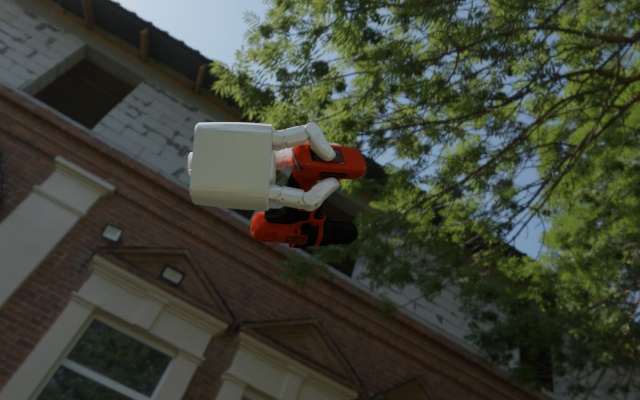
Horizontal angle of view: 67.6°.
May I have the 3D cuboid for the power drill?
[{"bbox_3d":[0.000,0.002,0.738,0.184,0.188,0.057,4,43,-24],"label":"power drill"}]
